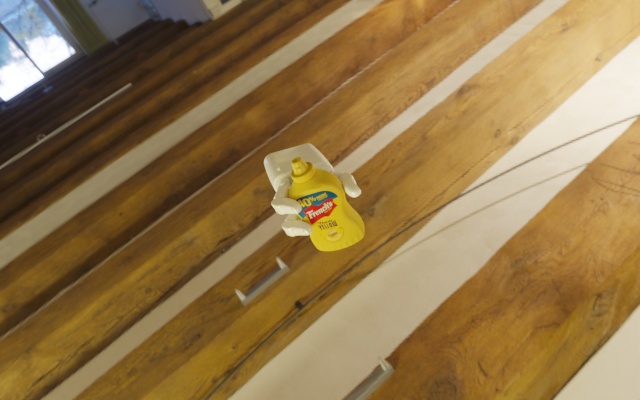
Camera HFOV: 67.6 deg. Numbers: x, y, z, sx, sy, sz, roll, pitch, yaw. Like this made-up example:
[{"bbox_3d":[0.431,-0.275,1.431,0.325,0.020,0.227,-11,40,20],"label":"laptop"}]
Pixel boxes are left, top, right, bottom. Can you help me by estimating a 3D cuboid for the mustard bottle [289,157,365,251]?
[{"bbox_3d":[0.000,0.003,0.825,0.096,0.192,0.058,-17,36,19],"label":"mustard bottle"}]
